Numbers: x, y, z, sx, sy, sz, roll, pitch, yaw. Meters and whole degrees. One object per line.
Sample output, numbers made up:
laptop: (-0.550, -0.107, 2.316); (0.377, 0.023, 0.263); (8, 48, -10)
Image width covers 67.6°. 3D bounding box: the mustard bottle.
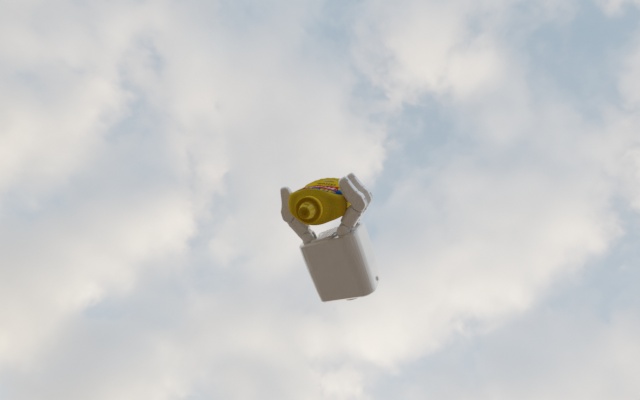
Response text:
mustard bottle: (0.000, 0.002, 0.783); (0.096, 0.058, 0.191); (6, 12, 14)
